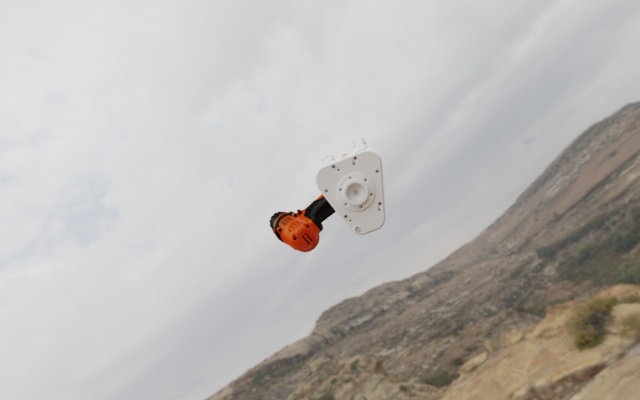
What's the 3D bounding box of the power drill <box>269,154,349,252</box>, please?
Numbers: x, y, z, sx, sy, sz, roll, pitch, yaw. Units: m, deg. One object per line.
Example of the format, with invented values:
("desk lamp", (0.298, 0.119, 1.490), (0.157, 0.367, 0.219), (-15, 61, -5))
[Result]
("power drill", (0.001, 0.002, 0.803), (0.187, 0.057, 0.184), (-45, 20, -9))
